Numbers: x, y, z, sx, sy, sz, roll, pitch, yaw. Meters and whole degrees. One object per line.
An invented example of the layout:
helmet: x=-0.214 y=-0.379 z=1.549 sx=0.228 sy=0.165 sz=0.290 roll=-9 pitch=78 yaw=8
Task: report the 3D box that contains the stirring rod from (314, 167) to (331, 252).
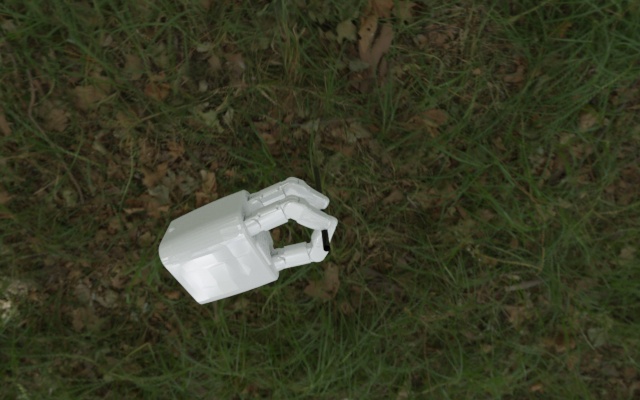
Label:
stirring rod: x=0.000 y=0.002 z=0.621 sx=0.011 sy=0.011 sz=0.239 roll=0 pitch=24 yaw=-4
